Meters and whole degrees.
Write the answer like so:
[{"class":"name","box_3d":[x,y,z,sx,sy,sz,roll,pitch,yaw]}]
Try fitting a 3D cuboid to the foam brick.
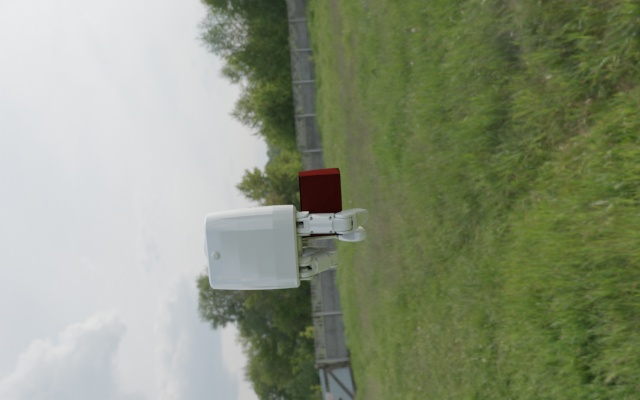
[{"class":"foam brick","box_3d":[0.000,0.002,0.591,0.051,0.078,0.053,-3,10,0]}]
